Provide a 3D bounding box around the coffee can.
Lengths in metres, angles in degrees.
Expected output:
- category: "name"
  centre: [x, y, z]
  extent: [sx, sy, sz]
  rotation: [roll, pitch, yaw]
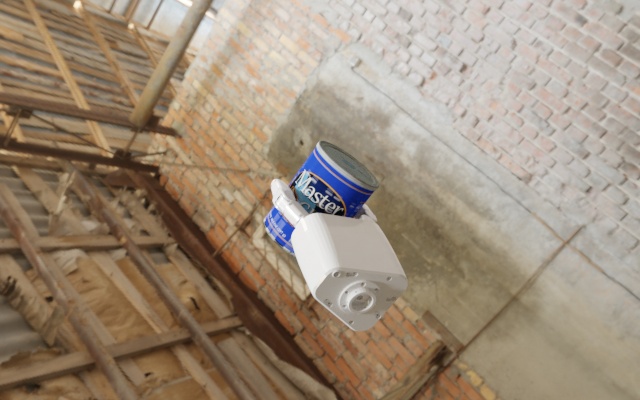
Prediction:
- category: "coffee can"
  centre: [0.000, 0.002, 0.673]
  extent: [0.103, 0.140, 0.102]
  rotation: [33, 18, -12]
